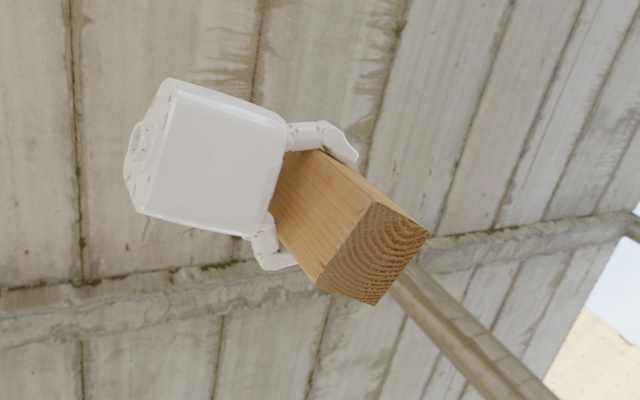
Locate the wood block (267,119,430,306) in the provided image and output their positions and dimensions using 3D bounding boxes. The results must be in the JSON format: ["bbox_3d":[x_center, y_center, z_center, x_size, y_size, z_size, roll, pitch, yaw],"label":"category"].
[{"bbox_3d":[0.000,0.001,0.492,0.090,0.091,0.206,27,12,-41],"label":"wood block"}]
